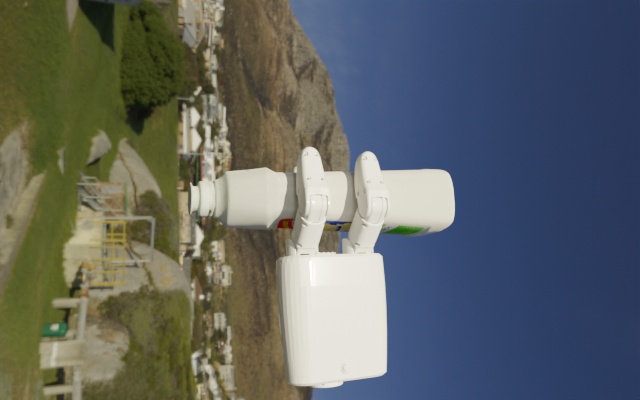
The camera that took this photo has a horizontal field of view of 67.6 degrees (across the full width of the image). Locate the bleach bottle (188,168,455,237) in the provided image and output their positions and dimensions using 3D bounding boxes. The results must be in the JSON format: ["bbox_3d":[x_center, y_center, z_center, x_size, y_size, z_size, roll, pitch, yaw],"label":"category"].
[{"bbox_3d":[0.000,0.001,0.466,0.251,0.068,0.102,1,-9,-22],"label":"bleach bottle"}]
